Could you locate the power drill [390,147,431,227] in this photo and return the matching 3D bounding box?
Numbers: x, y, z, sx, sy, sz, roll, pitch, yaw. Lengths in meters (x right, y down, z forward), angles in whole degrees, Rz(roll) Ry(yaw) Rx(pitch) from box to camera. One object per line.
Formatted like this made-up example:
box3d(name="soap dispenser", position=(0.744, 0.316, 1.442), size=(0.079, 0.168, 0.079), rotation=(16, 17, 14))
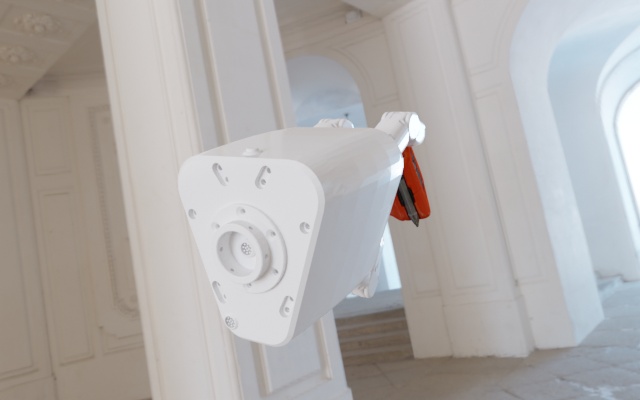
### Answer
box3d(name="power drill", position=(0.000, 0.001, 0.438), size=(0.187, 0.057, 0.184), rotation=(-22, 18, 14))
